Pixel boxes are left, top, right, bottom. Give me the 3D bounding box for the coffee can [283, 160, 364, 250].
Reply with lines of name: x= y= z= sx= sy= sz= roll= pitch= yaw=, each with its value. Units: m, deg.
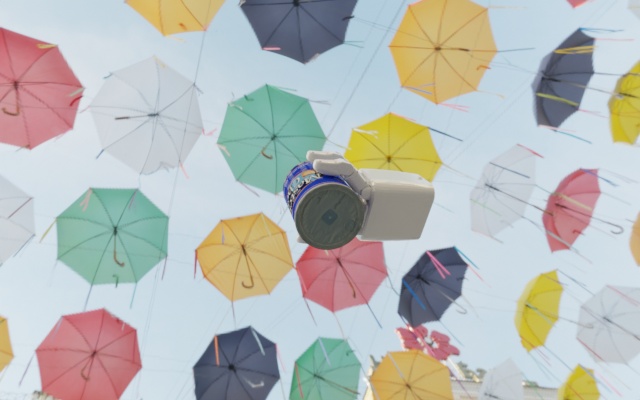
coffee can: x=0.000 y=0.003 z=0.750 sx=0.103 sy=0.103 sz=0.140 roll=0 pitch=19 yaw=-12
